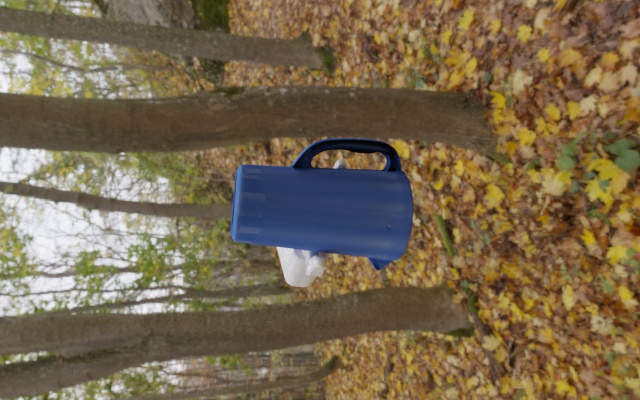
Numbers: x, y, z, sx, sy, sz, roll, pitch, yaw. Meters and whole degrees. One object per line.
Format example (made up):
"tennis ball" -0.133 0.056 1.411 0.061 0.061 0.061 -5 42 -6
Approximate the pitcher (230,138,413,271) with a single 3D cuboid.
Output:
"pitcher" 0.000 0.002 0.676 0.243 0.149 0.145 5 -34 -11
